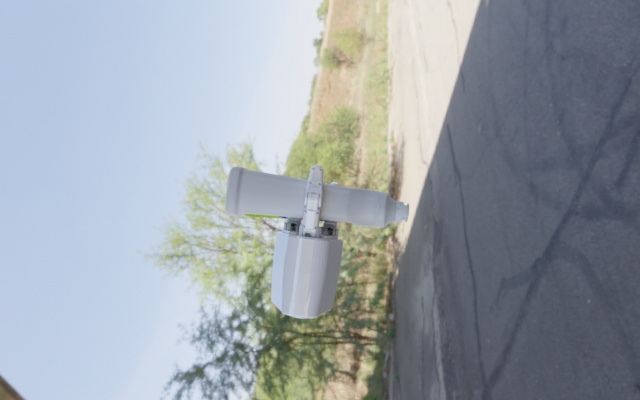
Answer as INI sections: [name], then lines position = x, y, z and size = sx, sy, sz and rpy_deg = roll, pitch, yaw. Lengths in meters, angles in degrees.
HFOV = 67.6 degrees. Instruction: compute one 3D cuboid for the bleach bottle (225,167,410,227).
[bleach bottle]
position = 0.000, 0.002, 0.676
size = 0.251, 0.068, 0.102
rpy_deg = 7, -2, 1
